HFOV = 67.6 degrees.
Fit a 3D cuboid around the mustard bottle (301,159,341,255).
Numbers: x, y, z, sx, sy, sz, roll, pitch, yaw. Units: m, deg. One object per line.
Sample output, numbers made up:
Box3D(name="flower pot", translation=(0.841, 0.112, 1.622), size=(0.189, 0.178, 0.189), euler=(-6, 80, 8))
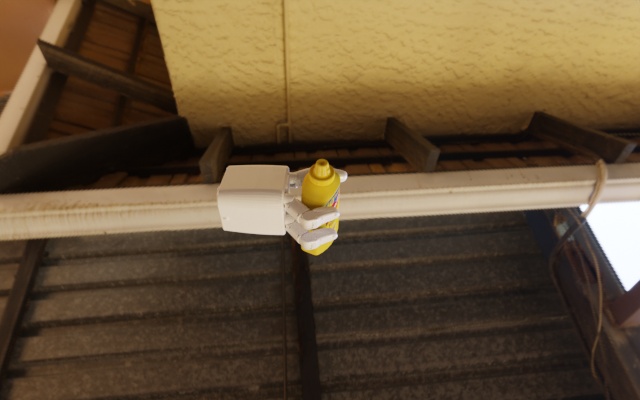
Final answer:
Box3D(name="mustard bottle", translation=(0.000, 0.003, 0.802), size=(0.058, 0.096, 0.192), euler=(22, -37, 16))
